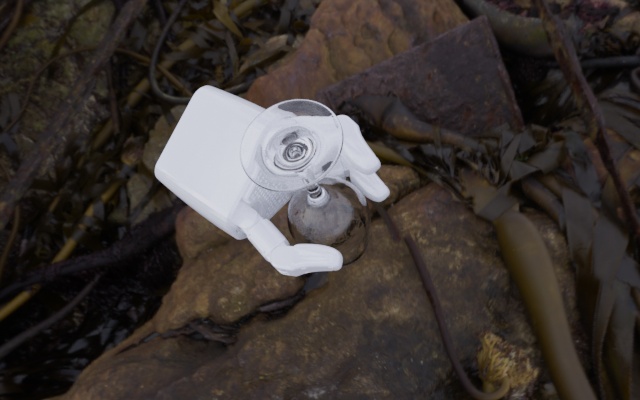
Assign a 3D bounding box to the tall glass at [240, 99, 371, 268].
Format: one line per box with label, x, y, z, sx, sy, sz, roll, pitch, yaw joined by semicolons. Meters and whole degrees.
tall glass;0.000;0.001;0.416;0.079;0.079;0.201;0;-25;14
